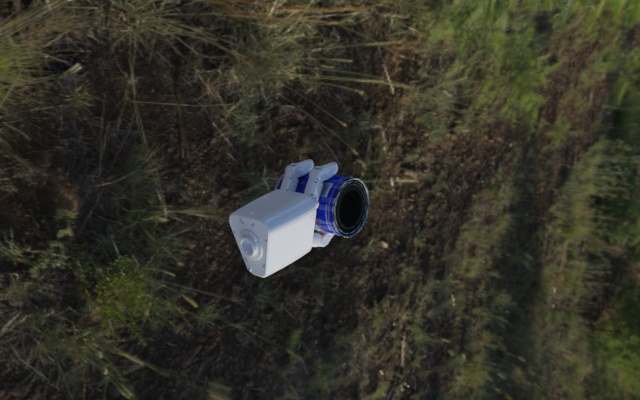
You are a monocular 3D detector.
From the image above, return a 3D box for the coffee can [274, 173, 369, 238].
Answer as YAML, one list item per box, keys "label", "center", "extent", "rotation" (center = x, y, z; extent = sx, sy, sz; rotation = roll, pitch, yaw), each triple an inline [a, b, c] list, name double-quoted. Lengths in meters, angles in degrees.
- label: "coffee can"
  center: [0.000, 0.003, 0.846]
  extent: [0.140, 0.103, 0.103]
  rotation: [10, 6, 39]
